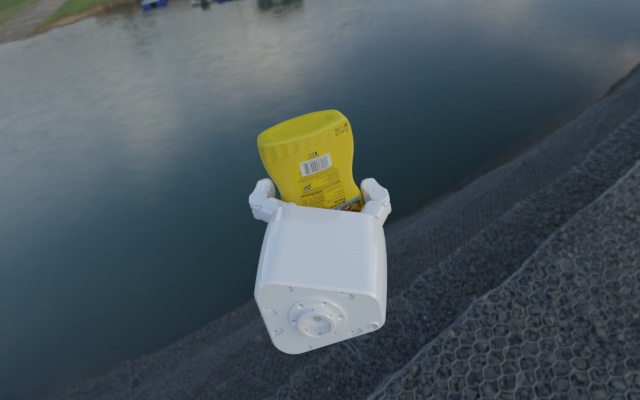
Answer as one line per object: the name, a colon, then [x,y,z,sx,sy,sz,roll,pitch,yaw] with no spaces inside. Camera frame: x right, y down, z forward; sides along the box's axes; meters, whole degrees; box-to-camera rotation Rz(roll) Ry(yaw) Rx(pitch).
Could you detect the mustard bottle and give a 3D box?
mustard bottle: [0.000,0.001,0.535,0.096,0.192,0.058,-21,33,-10]
